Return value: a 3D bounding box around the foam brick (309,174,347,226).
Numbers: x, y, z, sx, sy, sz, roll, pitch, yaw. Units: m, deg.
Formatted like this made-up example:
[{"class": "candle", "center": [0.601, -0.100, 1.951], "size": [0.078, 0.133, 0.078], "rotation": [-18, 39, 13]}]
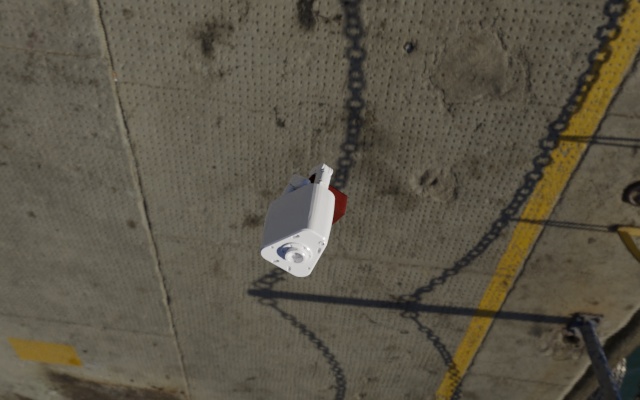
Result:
[{"class": "foam brick", "center": [0.000, 0.003, 0.834], "size": [0.078, 0.051, 0.053], "rotation": [32, -52, -20]}]
